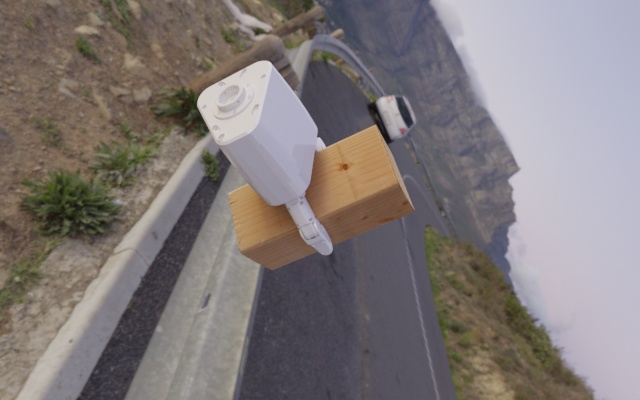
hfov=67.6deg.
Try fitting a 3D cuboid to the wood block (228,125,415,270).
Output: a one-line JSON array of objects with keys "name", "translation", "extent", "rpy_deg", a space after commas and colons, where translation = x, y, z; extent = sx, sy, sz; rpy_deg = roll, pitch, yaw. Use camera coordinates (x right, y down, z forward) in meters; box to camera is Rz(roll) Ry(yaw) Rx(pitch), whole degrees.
[{"name": "wood block", "translation": [0.000, 0.002, 0.604], "extent": [0.206, 0.090, 0.090], "rpy_deg": [-23, -29, 13]}]
